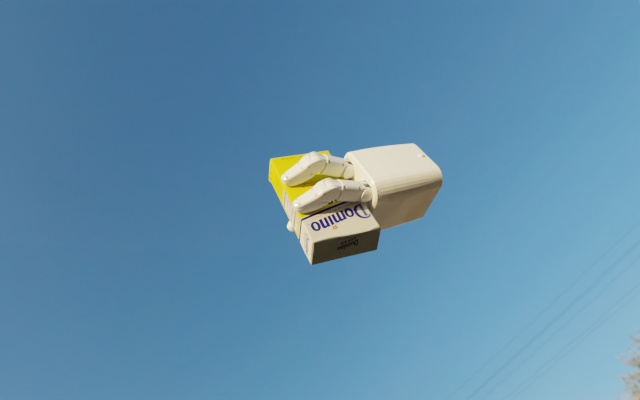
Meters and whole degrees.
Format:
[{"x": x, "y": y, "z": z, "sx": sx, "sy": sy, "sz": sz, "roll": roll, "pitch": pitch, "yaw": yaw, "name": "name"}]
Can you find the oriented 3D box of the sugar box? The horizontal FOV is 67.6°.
[{"x": 0.000, "y": 0.002, "z": 0.637, "sx": 0.093, "sy": 0.048, "sz": 0.176, "roll": -11, "pitch": 40, "yaw": -20, "name": "sugar box"}]
